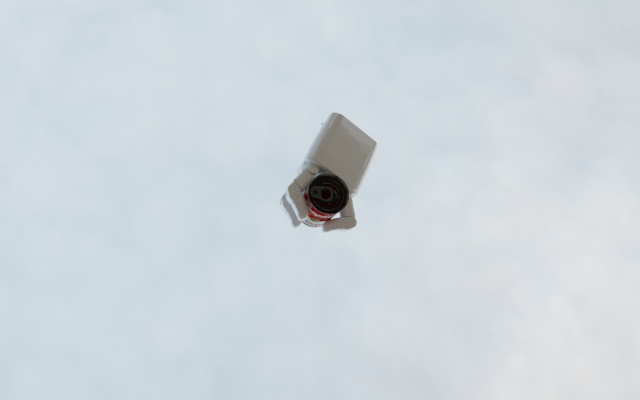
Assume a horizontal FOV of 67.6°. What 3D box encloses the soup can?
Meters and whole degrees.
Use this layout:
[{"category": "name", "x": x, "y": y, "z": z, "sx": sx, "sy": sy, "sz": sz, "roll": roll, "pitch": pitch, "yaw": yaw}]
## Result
[{"category": "soup can", "x": 0.000, "y": 0.003, "z": 0.798, "sx": 0.068, "sy": 0.068, "sz": 0.102, "roll": 0, "pitch": -16, "yaw": -15}]
